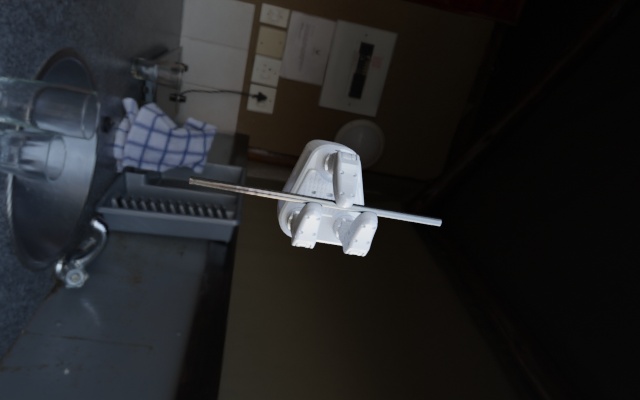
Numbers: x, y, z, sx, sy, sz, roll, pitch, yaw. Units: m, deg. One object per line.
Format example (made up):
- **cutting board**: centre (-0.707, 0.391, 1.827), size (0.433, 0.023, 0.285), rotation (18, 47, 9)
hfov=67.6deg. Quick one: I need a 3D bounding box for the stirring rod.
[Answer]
- **stirring rod**: centre (0.000, 0.001, 0.448), size (0.239, 0.011, 0.011), rotation (10, -2, -10)
